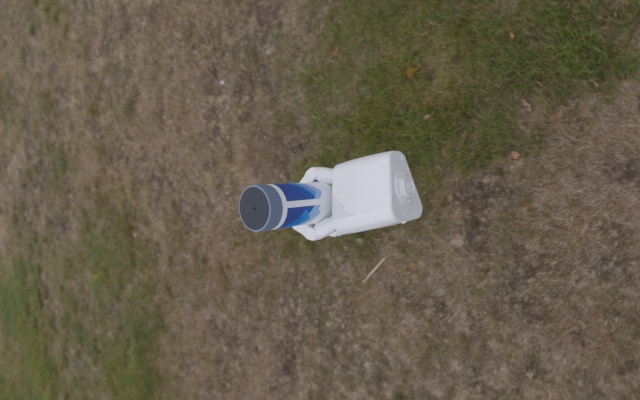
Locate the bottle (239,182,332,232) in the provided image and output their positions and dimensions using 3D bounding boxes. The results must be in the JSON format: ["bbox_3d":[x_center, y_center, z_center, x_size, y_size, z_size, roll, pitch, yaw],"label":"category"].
[{"bbox_3d":[0.000,0.003,0.787,0.069,0.069,0.295,0,3,40],"label":"bottle"}]
